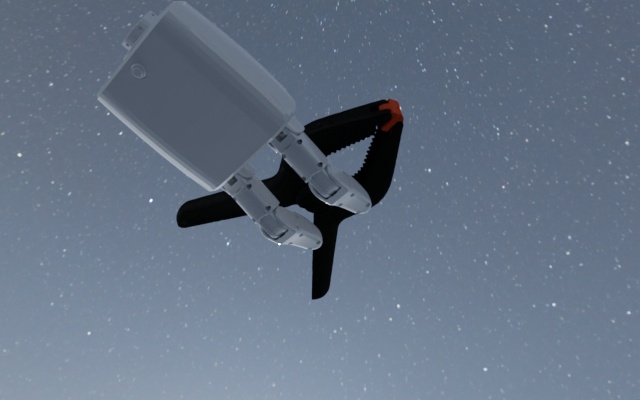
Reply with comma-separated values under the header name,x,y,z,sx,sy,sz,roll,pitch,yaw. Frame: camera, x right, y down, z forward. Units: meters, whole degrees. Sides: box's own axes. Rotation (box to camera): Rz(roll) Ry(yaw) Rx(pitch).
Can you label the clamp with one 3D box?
name,x,y,z,sx,sy,sz,roll,pitch,yaw
clamp,0.000,0.000,0.416,0.210,0.036,0.165,-39,-62,24
